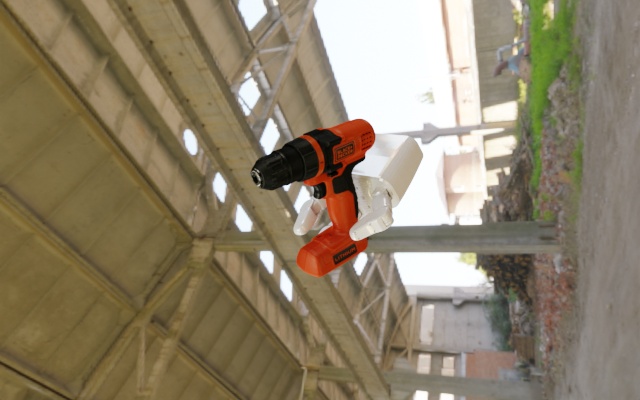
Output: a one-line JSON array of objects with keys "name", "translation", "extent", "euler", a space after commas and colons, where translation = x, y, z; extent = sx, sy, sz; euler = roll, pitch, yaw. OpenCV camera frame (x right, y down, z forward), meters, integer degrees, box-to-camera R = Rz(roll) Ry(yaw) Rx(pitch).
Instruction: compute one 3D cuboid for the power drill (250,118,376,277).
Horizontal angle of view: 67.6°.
[{"name": "power drill", "translation": [0.000, 0.002, 0.612], "extent": [0.184, 0.188, 0.057], "euler": [-26, 36, -33]}]
